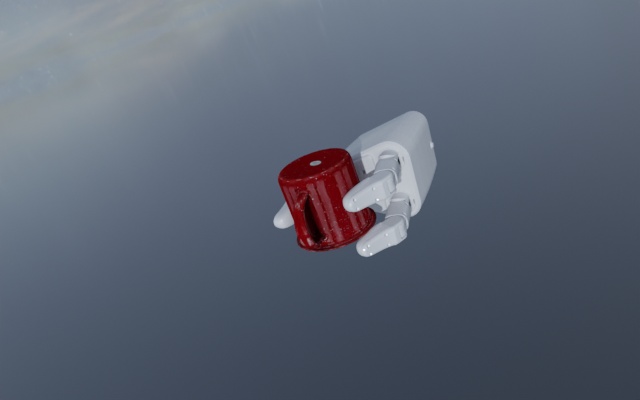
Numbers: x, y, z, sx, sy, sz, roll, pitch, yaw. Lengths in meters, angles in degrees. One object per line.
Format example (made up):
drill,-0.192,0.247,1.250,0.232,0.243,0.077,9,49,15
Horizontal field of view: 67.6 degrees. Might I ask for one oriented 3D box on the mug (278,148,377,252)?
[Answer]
mug,-0.001,0.002,0.503,0.093,0.081,0.117,-7,27,29
